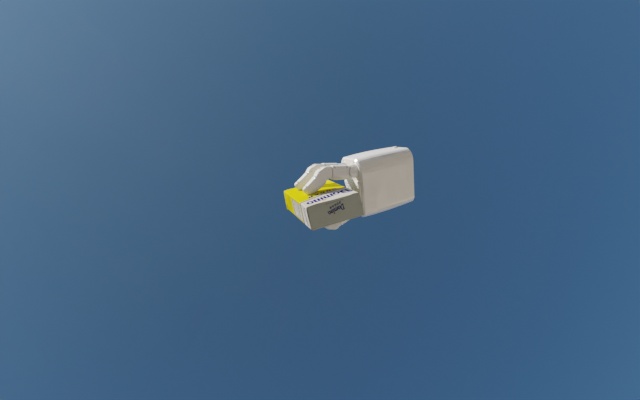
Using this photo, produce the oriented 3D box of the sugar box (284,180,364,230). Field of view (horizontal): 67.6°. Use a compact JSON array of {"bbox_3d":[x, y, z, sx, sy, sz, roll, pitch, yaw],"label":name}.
[{"bbox_3d":[0.000,0.002,0.832,0.093,0.048,0.176,-16,11,-14],"label":"sugar box"}]
